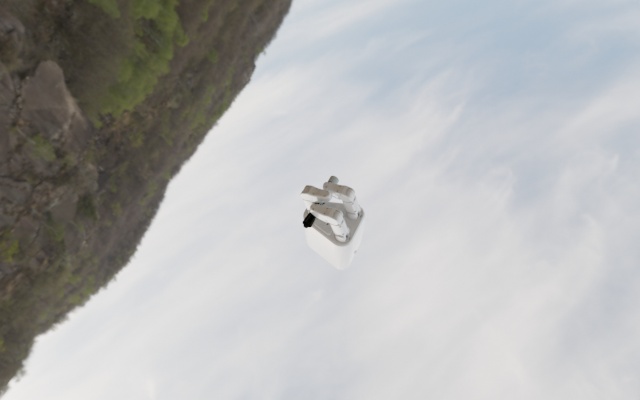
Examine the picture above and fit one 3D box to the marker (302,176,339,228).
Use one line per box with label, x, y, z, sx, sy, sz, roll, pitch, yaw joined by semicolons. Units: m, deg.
marker;0.000;0.003;0.883;0.020;0.121;0.020;23;-31;15
